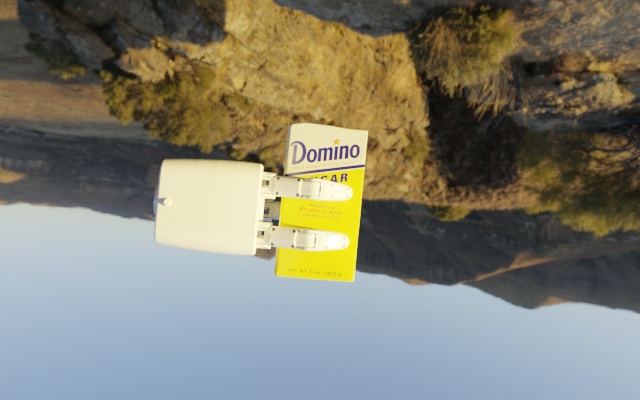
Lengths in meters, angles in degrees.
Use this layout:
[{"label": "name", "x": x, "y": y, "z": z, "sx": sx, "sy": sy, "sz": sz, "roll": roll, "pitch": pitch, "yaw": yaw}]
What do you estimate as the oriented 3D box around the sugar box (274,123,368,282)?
[{"label": "sugar box", "x": 0.000, "y": 0.002, "z": 0.558, "sx": 0.093, "sy": 0.176, "sz": 0.048, "roll": 5, "pitch": 0, "yaw": -7}]
